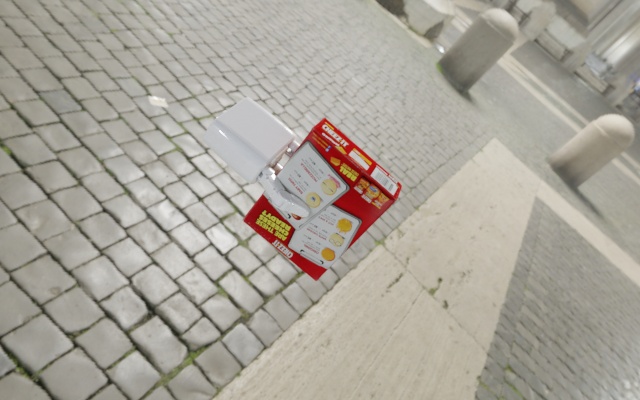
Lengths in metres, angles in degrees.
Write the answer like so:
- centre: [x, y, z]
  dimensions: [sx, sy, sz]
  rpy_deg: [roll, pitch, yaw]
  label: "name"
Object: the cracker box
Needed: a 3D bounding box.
- centre: [0.000, 0.002, 0.769]
  dimensions: [0.164, 0.214, 0.072]
  rpy_deg: [40, 31, -1]
  label: "cracker box"
